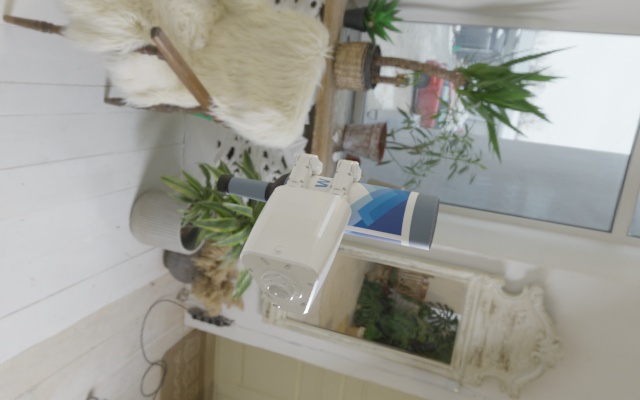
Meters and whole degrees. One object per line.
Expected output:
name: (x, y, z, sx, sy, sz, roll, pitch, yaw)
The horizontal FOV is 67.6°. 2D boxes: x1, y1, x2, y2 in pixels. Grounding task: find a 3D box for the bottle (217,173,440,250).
bottle: (0.000, 0.002, 0.622, 0.295, 0.069, 0.069, 11, 3, 18)
